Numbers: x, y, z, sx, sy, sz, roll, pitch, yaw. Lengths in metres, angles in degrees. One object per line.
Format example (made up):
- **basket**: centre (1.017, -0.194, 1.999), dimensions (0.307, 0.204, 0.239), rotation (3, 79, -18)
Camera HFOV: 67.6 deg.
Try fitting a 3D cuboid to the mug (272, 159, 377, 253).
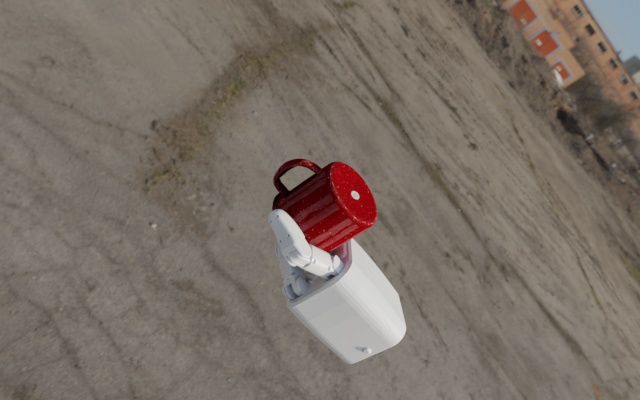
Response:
- **mug**: centre (-0.001, 0.001, 0.522), dimensions (0.081, 0.117, 0.093), rotation (-34, 17, 30)
